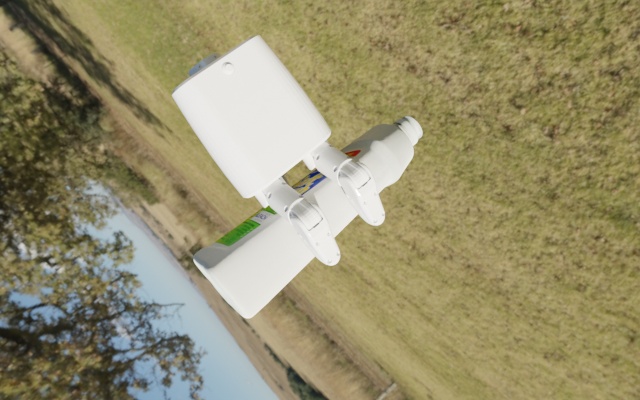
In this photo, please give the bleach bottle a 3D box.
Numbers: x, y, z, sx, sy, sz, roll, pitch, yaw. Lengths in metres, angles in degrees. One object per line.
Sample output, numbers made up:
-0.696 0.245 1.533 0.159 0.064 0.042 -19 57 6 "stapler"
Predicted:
0.000 0.002 0.462 0.250 0.068 0.102 -40 14 -18 "bleach bottle"
